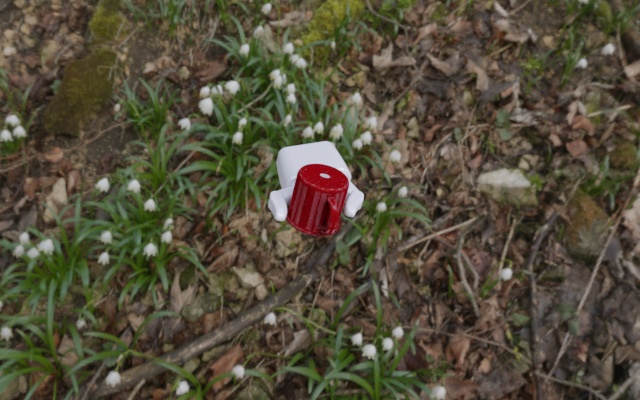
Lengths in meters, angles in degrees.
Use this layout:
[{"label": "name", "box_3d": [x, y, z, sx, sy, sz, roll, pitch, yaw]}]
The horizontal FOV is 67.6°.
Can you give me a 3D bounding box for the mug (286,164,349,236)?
[{"label": "mug", "box_3d": [0.000, 0.003, 0.732, 0.093, 0.081, 0.117, 2, 34, -20]}]
